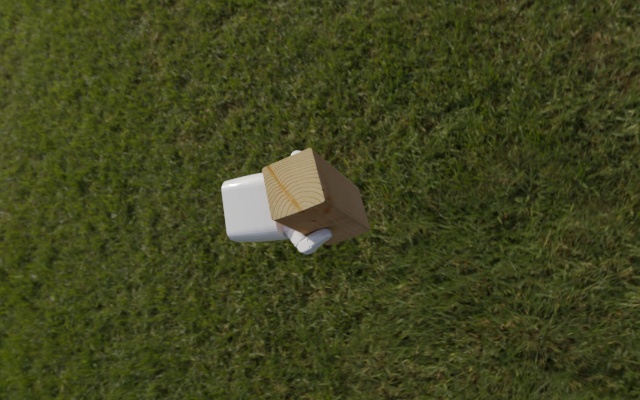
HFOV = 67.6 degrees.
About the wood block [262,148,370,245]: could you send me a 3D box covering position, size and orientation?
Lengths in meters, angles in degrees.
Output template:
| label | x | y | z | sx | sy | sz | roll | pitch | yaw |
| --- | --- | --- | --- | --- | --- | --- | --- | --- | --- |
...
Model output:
| label | x | y | z | sx | sy | sz | roll | pitch | yaw |
| --- | --- | --- | --- | --- | --- | --- | --- | --- | --- |
| wood block | 0.000 | 0.003 | 0.789 | 0.090 | 0.090 | 0.206 | -21 | -22 | 18 |
